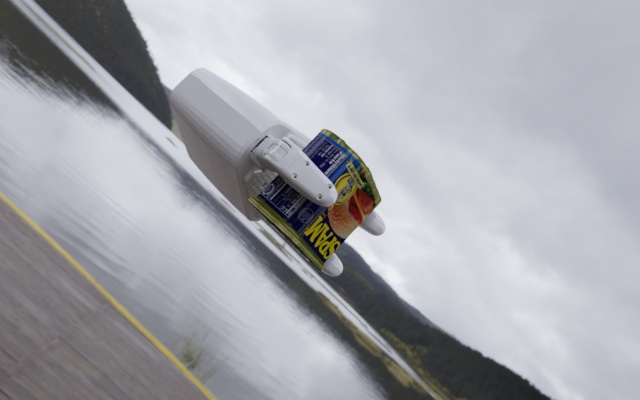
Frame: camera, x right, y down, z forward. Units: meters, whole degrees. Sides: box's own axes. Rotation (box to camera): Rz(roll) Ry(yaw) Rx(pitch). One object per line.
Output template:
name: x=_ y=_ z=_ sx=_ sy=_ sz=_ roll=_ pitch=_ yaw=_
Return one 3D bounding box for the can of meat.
can of meat: x=0.000 y=0.001 z=0.401 sx=0.057 sy=0.084 sz=0.102 roll=39 pitch=-9 yaw=28
